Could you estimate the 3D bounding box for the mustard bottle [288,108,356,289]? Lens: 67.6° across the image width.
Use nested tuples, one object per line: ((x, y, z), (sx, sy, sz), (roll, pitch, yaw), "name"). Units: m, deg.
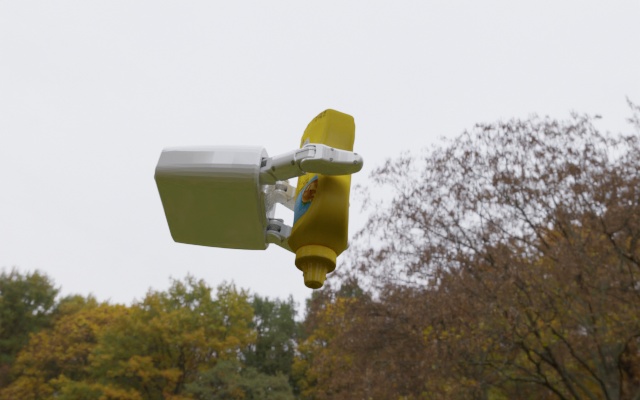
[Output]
((0.000, 0.001, 0.501), (0.058, 0.191, 0.096), (16, -36, -15), "mustard bottle")
